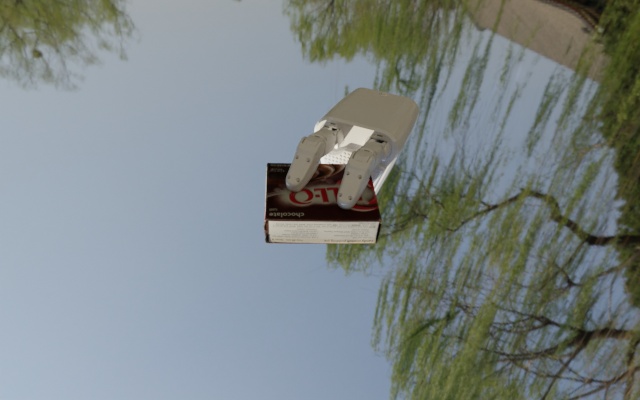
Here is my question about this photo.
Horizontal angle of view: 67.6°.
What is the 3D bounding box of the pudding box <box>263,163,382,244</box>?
[{"bbox_3d":[0.000,0.002,0.487,0.113,0.039,0.090,-1,39,-4],"label":"pudding box"}]
